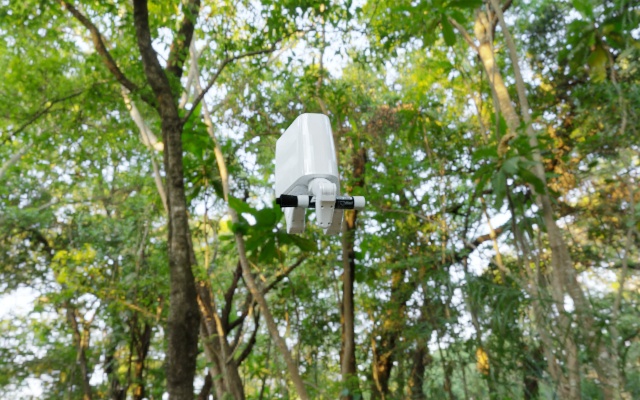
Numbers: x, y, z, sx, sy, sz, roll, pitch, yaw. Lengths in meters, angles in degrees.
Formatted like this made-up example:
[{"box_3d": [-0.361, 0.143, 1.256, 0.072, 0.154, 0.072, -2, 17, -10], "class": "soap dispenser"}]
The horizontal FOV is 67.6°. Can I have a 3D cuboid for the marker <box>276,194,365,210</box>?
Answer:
[{"box_3d": [0.000, 0.002, 0.644, 0.121, 0.020, 0.020, 2, 0, -14], "class": "marker"}]
